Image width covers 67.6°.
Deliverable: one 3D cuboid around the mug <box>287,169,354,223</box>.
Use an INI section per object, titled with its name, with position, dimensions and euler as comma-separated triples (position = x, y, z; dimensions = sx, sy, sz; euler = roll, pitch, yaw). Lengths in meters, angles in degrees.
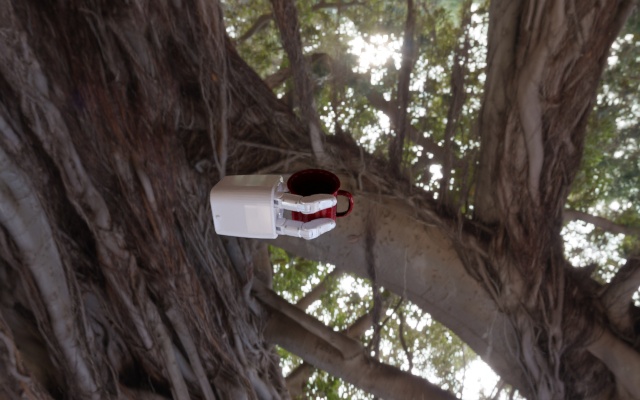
[mug]
position = 0.002, 0.003, 0.847
dimensions = 0.117, 0.082, 0.093
euler = 4, 36, 5
